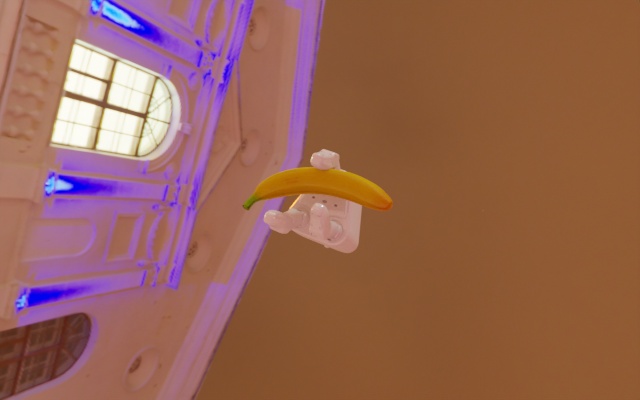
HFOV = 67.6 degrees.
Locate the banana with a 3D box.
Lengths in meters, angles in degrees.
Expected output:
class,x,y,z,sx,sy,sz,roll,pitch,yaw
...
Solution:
class,x,y,z,sx,sy,sz,roll,pitch,yaw
banana,-0.002,-0.014,0.641,0.198,0.069,0.037,-1,-28,11
